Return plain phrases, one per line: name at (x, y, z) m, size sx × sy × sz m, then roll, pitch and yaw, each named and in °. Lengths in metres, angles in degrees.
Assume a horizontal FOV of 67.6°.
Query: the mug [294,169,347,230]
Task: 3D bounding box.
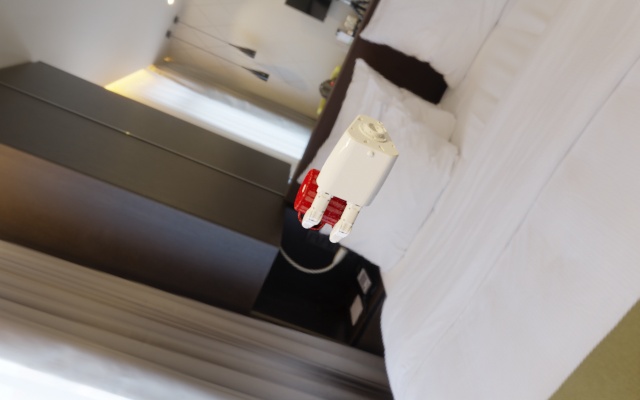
mug at (-0.001, 0.004, 0.858) m, size 0.081 × 0.117 × 0.093 m, roll 23°, pitch 33°, yaw -10°
